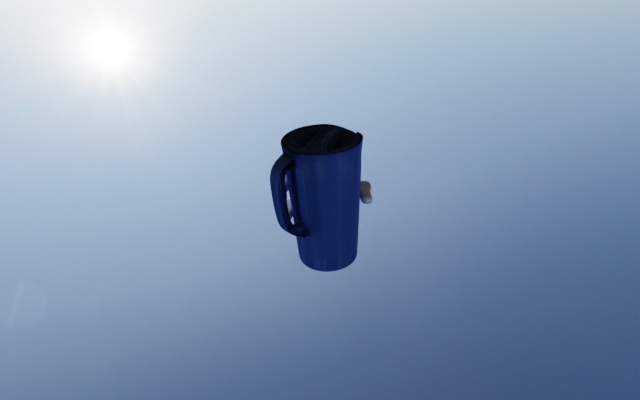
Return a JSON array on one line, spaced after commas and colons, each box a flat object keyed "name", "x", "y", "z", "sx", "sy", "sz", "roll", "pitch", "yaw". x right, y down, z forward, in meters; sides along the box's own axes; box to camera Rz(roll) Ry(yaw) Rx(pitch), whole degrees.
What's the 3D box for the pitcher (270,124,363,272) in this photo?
[{"name": "pitcher", "x": 0.000, "y": 0.003, "z": 0.820, "sx": 0.149, "sy": 0.243, "sz": 0.145, "roll": -3, "pitch": 29, "yaw": 1}]
